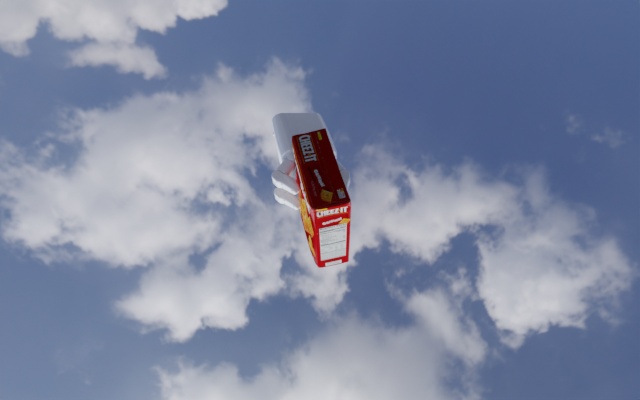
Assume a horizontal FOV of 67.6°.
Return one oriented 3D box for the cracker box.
[{"bbox_3d":[0.000,0.003,0.877,0.072,0.164,0.214,-13,-33,-6],"label":"cracker box"}]
